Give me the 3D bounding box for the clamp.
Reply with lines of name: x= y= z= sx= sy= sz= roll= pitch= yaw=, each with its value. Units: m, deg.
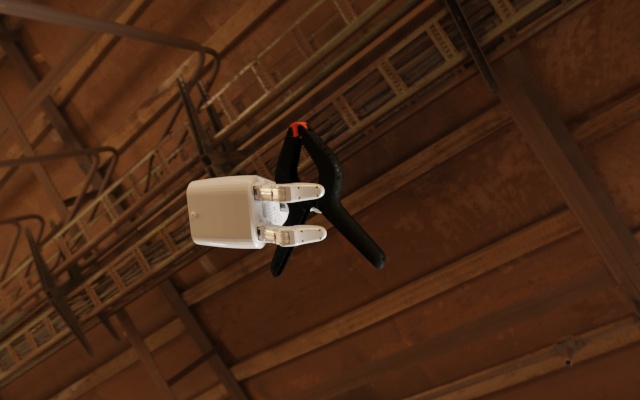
clamp: x=0.000 y=0.001 z=0.625 sx=0.164 sy=0.210 sz=0.036 roll=-1 pitch=9 yaw=21
